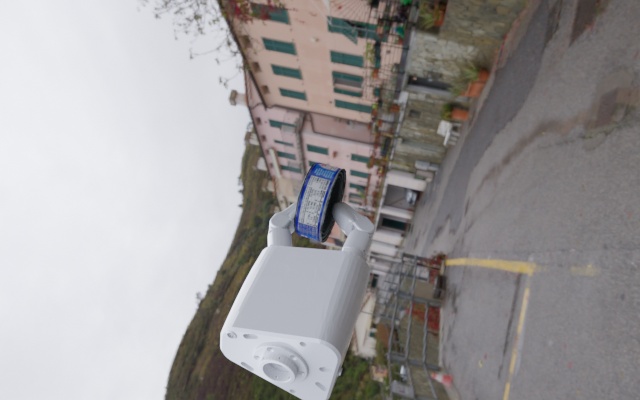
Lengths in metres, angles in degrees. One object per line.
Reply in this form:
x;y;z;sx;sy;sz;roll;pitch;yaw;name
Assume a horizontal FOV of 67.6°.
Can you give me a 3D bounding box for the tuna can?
0.000;0.002;0.533;0.034;0.086;0.086;16;3;11;tuna can
